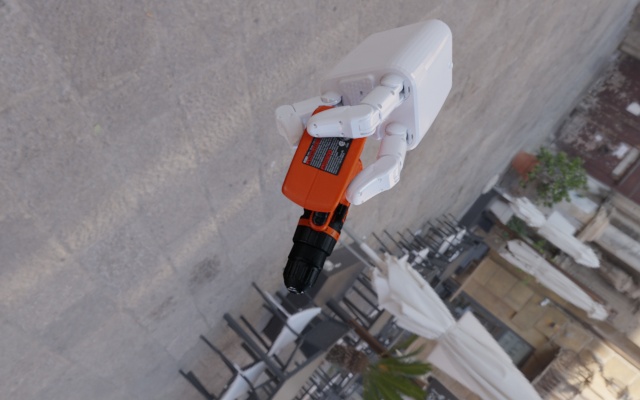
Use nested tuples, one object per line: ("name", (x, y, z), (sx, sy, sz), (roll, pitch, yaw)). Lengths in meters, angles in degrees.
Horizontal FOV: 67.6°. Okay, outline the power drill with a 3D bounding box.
("power drill", (0.000, 0.001, 0.508), (0.057, 0.184, 0.188), (19, -18, 6))
